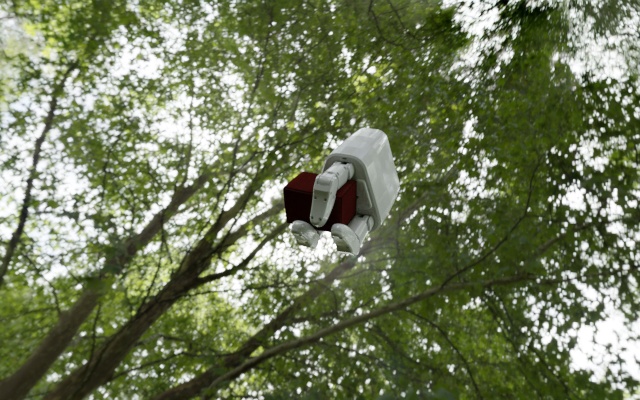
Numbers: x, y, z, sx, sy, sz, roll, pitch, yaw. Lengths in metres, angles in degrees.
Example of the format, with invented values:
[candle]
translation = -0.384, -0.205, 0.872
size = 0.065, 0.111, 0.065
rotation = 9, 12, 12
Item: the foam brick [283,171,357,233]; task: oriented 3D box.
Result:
[foam brick]
translation = 0.000, 0.002, 0.598
size = 0.078, 0.053, 0.051
rotation = 12, 33, 21
